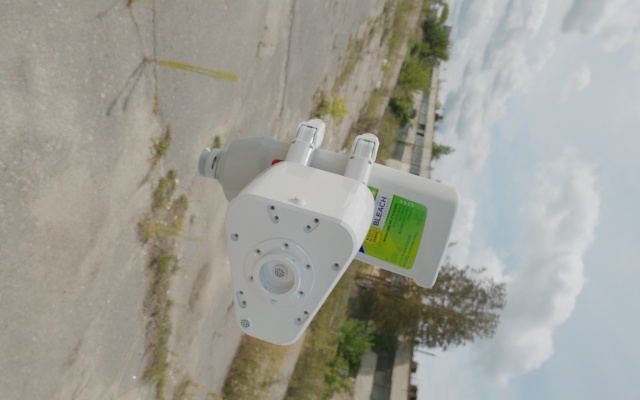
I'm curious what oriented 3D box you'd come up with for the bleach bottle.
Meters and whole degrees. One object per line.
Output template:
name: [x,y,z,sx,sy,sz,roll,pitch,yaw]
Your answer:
bleach bottle: [0.000,0.001,0.472,0.251,0.102,0.068,15,17,6]
